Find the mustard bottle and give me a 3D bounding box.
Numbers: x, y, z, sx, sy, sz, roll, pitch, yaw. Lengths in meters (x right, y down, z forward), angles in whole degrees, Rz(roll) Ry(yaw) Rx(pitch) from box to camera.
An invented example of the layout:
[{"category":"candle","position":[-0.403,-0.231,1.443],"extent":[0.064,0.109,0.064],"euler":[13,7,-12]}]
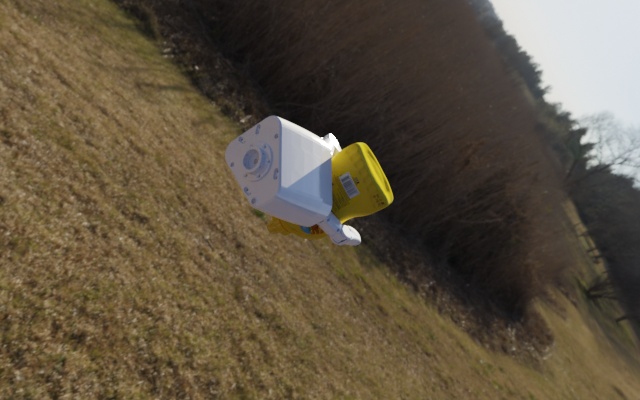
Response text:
[{"category":"mustard bottle","position":[0.000,0.002,0.680],"extent":[0.192,0.096,0.058],"euler":[-28,-2,25]}]
